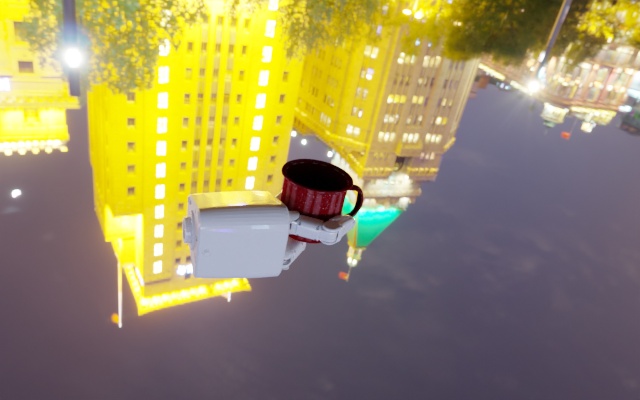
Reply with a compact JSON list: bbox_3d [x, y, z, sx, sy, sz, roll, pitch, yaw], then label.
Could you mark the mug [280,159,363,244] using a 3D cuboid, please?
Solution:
[{"bbox_3d":[0.001,0.002,0.628,0.117,0.081,0.093,1,30,-21],"label":"mug"}]
